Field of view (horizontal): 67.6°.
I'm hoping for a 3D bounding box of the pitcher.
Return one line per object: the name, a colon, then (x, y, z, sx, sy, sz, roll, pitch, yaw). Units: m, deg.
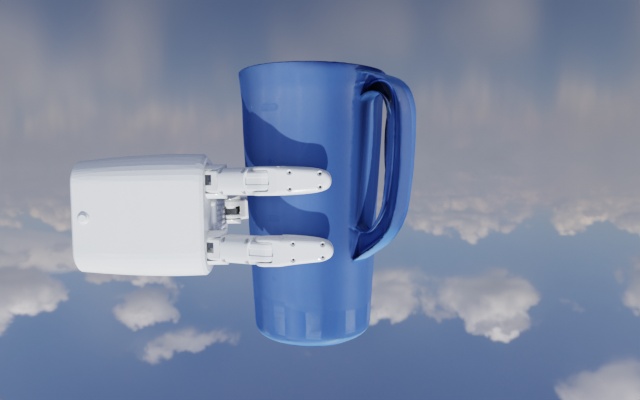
pitcher: (0.000, 0.001, 0.433, 0.145, 0.243, 0.149, 0, 5, -2)
